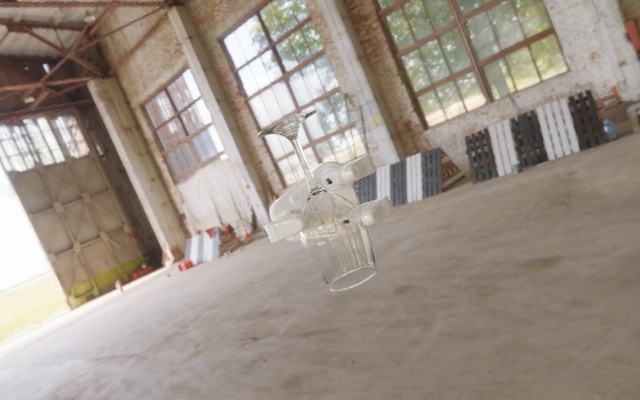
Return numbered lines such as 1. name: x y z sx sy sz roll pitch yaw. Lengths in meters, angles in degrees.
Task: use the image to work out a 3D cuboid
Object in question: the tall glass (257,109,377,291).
1. tall glass: 0.000 0.001 0.556 0.079 0.201 0.079 -23 4 2
